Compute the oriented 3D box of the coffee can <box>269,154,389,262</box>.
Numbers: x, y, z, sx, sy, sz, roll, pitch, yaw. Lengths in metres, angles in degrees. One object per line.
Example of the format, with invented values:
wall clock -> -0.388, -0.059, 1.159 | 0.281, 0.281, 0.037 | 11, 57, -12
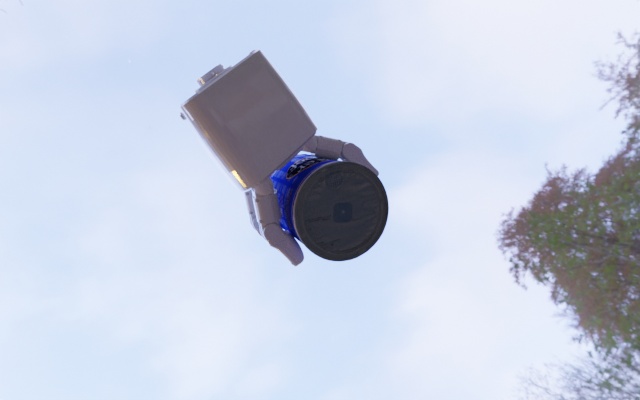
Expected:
coffee can -> 0.000, 0.002, 0.543 | 0.103, 0.103, 0.140 | 0, 8, -20
